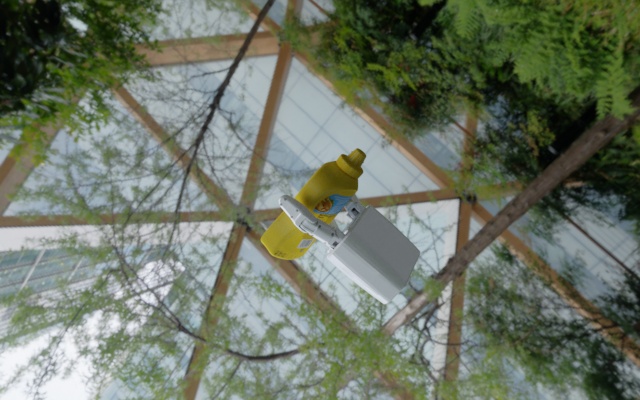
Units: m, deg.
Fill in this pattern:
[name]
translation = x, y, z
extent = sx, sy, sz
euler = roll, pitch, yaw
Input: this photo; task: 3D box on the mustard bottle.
[mustard bottle]
translation = 0.000, 0.002, 0.693
extent = 0.058, 0.192, 0.096
euler = 50, 22, 24
